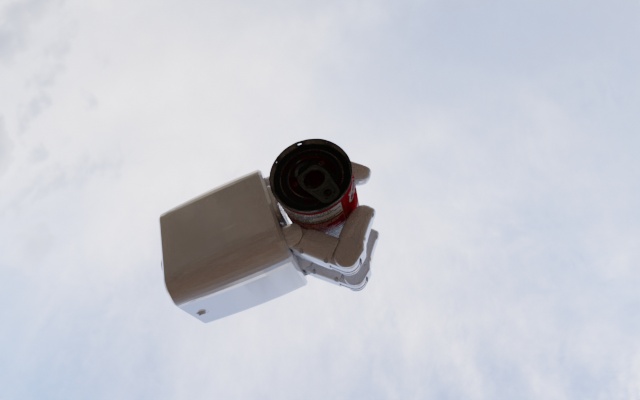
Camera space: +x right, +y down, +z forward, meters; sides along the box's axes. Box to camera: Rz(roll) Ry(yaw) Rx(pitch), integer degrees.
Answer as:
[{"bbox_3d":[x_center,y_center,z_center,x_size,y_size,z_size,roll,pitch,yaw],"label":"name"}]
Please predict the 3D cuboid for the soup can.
[{"bbox_3d":[0.001,0.001,0.425,0.068,0.068,0.102,0,-27,11],"label":"soup can"}]
